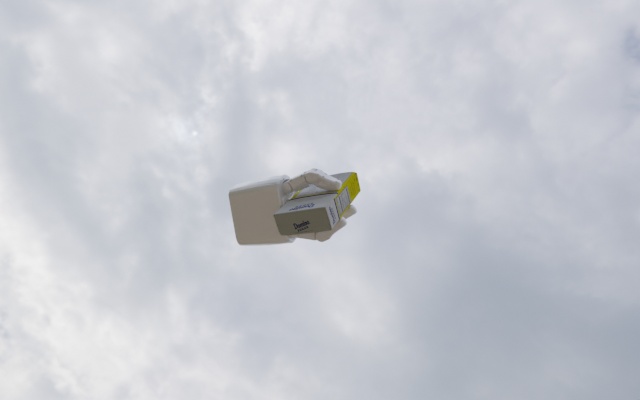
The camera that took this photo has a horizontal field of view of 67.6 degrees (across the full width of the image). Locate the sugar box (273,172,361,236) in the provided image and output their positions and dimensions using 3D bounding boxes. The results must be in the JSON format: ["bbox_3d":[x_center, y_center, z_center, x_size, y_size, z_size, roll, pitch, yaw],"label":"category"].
[{"bbox_3d":[0.000,0.003,0.809,0.093,0.048,0.176,-8,21,24],"label":"sugar box"}]
